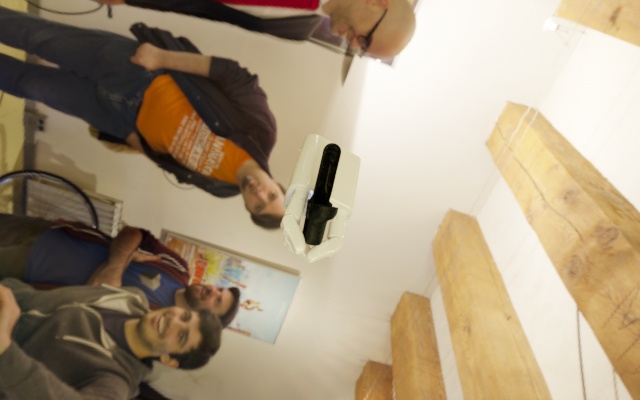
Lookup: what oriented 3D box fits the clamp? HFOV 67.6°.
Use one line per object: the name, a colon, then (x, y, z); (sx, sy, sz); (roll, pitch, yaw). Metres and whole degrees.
clamp: (0.001, 0.003, 0.684); (0.039, 0.120, 0.171); (16, -30, -6)
